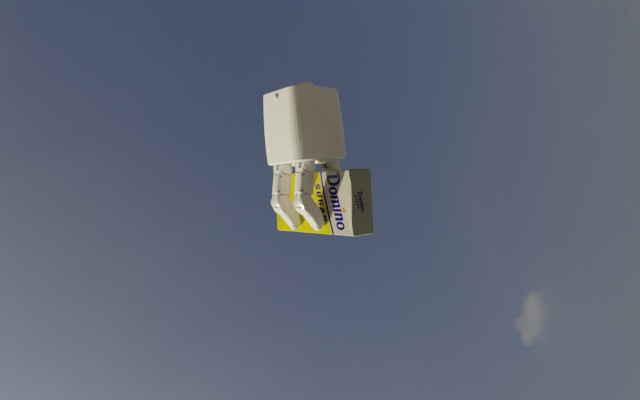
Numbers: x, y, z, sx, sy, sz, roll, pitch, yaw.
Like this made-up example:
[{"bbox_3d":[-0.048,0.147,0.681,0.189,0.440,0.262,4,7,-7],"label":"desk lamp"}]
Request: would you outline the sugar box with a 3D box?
[{"bbox_3d":[0.000,0.002,0.714,0.048,0.093,0.176,-5,3,-38],"label":"sugar box"}]
